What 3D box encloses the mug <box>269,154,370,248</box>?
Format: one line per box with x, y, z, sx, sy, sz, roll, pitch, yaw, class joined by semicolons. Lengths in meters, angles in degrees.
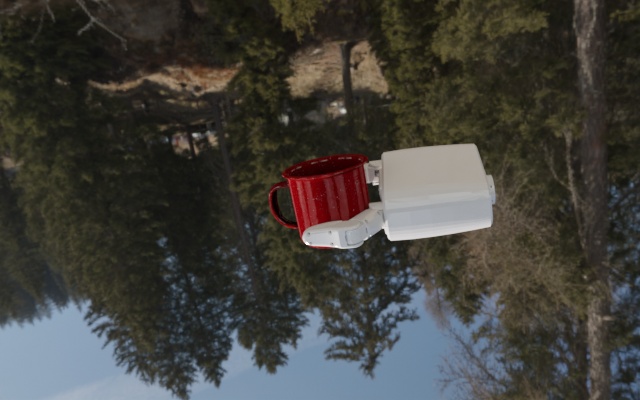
-0.001;0.002;0.522;0.117;0.081;0.093;-7;16;14;mug
